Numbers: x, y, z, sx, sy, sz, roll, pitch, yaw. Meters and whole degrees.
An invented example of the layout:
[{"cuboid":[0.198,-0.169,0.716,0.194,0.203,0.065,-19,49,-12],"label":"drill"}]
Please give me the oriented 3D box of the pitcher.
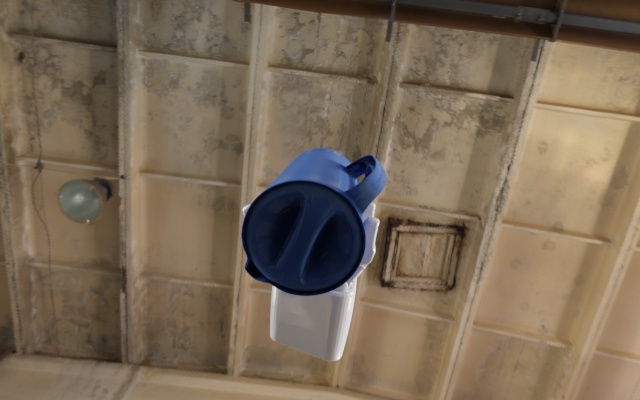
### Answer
[{"cuboid":[0.000,0.002,0.611,0.149,0.145,0.242,6,19,3],"label":"pitcher"}]
